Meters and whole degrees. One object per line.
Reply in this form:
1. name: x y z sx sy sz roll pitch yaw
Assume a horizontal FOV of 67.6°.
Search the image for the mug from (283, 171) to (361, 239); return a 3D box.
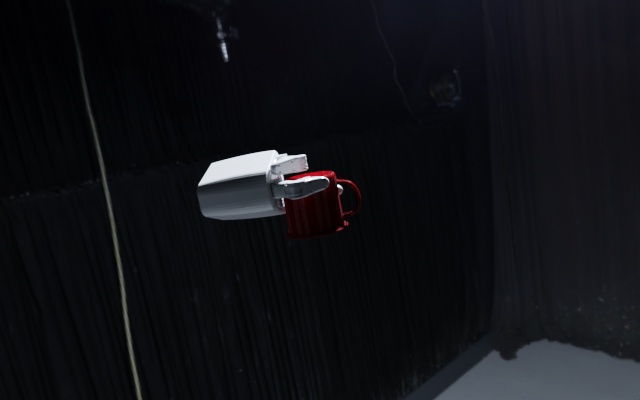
1. mug: 0.001 0.002 0.696 0.117 0.081 0.093 -9 10 6
